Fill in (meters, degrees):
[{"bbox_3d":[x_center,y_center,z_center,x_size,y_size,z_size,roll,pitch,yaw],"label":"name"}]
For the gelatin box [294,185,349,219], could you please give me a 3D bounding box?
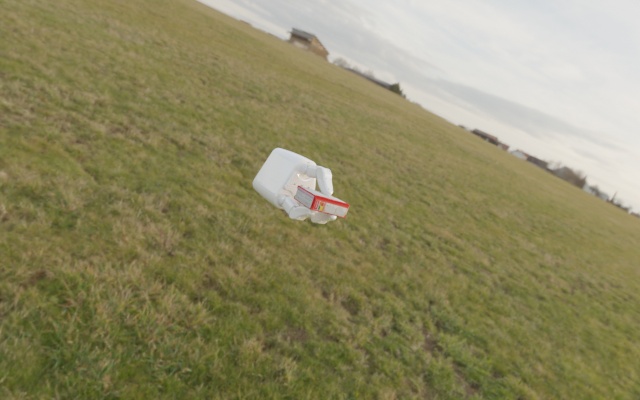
[{"bbox_3d":[0.000,0.003,0.886,0.073,0.030,0.089,16,6,-27],"label":"gelatin box"}]
